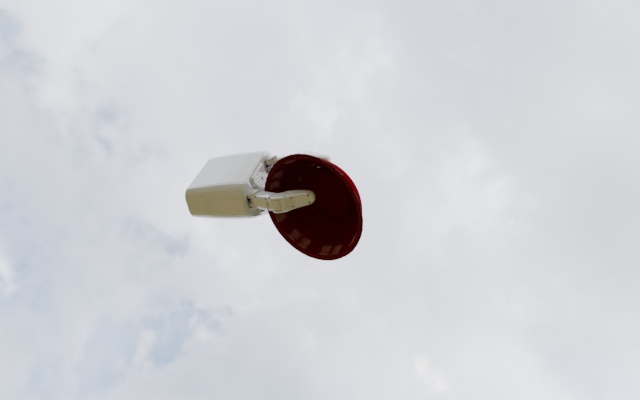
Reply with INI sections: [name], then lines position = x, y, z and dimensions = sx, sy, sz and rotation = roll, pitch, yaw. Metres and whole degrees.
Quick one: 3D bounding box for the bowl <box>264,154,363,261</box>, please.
[bowl]
position = 0.001, 0.002, 0.677
dimensions = 0.162, 0.162, 0.055
rotation = 0, 24, 36
